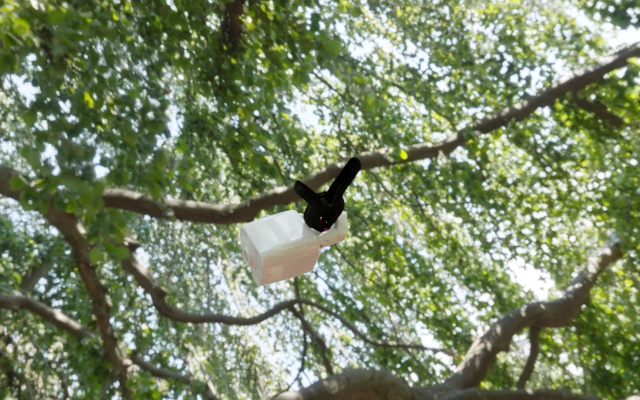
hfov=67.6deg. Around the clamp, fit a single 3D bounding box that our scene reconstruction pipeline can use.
[{"bbox_3d":[0.000,0.002,0.809,0.120,0.039,0.172,-13,-38,-25],"label":"clamp"}]
